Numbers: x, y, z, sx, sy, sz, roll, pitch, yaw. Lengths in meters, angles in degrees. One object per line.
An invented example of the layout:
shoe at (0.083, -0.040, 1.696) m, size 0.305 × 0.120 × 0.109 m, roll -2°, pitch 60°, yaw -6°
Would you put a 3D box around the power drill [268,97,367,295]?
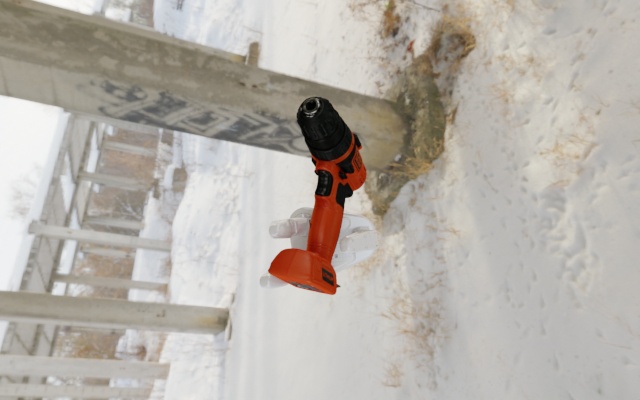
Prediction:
power drill at (0.000, 0.002, 0.531) m, size 0.057 × 0.187 × 0.184 m, roll 9°, pitch -17°, yaw 22°
